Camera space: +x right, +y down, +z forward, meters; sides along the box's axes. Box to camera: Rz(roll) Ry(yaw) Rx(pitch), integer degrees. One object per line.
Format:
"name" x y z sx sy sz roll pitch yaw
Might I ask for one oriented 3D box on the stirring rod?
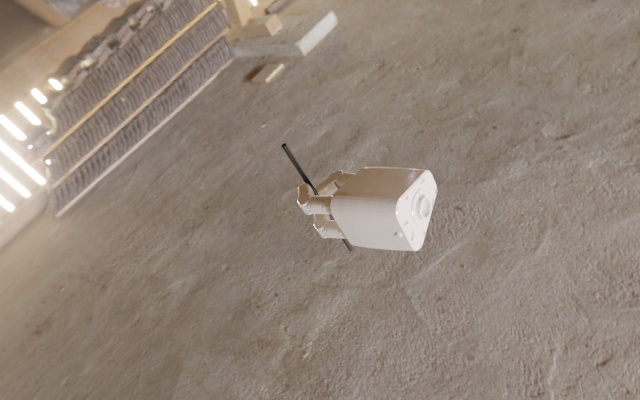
"stirring rod" 0.000 0.003 0.756 0.011 0.011 0.240 0 -43 37
